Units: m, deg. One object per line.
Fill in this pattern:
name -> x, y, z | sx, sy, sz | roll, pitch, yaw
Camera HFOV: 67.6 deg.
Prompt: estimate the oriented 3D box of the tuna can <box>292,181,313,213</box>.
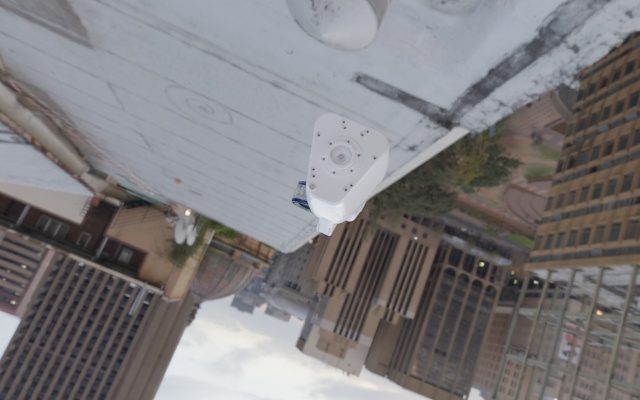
tuna can -> 0.000, 0.003, 0.727 | 0.086, 0.033, 0.086 | 21, -8, 3
